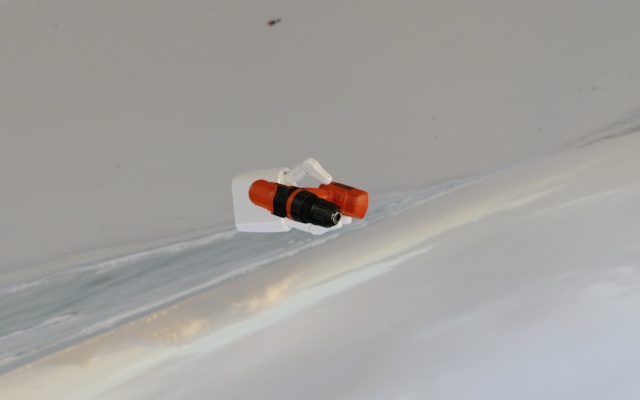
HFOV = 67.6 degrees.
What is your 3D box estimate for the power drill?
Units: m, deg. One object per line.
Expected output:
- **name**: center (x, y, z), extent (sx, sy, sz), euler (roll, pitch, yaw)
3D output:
- **power drill**: center (0.000, 0.003, 0.808), extent (0.184, 0.057, 0.187), euler (19, 12, 38)
